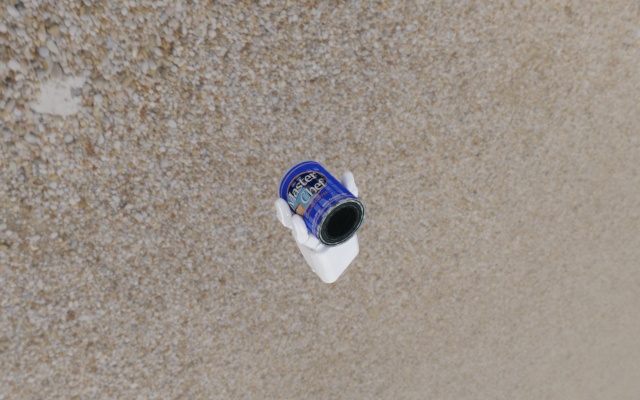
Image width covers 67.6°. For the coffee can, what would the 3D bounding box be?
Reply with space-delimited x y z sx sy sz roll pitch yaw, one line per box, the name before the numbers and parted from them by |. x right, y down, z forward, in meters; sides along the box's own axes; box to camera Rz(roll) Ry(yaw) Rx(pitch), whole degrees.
coffee can | 0.000 0.003 0.863 0.103 0.103 0.140 0 32 -40
